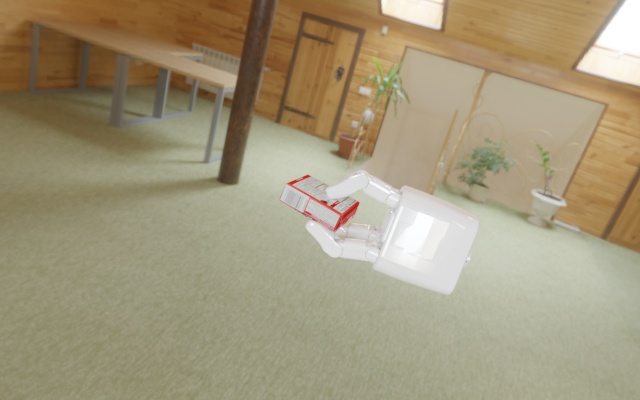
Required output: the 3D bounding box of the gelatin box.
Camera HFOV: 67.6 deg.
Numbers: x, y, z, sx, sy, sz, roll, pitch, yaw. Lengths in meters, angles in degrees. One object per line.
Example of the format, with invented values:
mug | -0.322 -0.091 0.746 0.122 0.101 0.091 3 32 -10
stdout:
gelatin box | 0.000 0.002 0.644 0.089 0.030 0.073 30 22 13
